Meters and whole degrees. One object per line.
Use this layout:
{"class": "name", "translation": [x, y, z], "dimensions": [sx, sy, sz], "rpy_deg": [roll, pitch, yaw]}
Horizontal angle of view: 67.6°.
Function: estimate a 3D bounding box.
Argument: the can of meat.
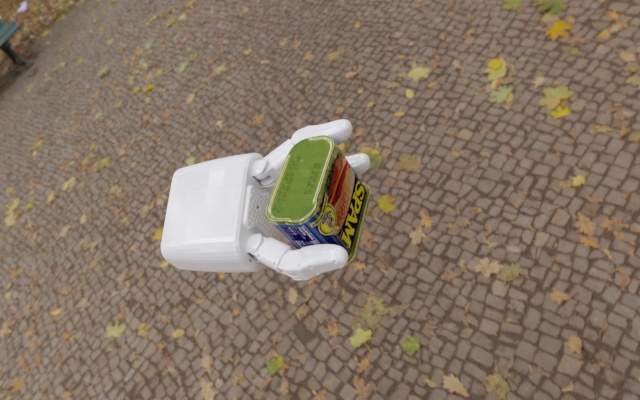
{"class": "can of meat", "translation": [0.000, 0.001, 0.454], "dimensions": [0.057, 0.102, 0.084], "rpy_deg": [-2, -35, 31]}
